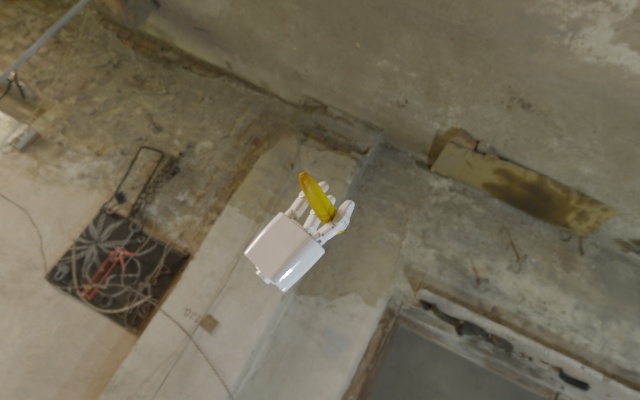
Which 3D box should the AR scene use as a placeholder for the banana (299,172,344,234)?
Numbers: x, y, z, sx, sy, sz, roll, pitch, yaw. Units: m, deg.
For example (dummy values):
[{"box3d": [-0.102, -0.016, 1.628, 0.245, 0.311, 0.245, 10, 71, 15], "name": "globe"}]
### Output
[{"box3d": [0.010, 0.018, 0.888, 0.037, 0.069, 0.198, -34, -33, 4], "name": "banana"}]
